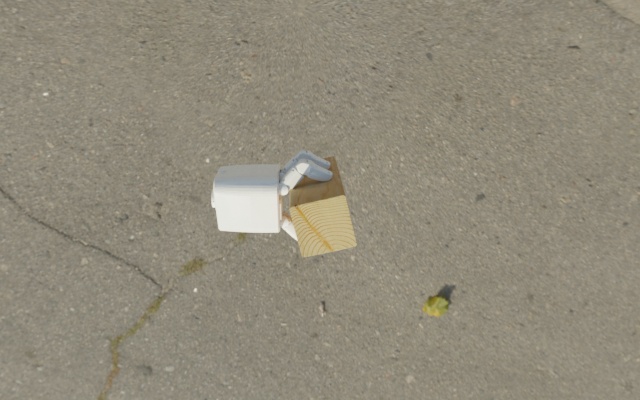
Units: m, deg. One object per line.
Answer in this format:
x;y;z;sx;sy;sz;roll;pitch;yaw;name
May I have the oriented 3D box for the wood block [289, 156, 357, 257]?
0.000;0.003;0.821;0.090;0.091;0.206;-13;22;2;wood block
